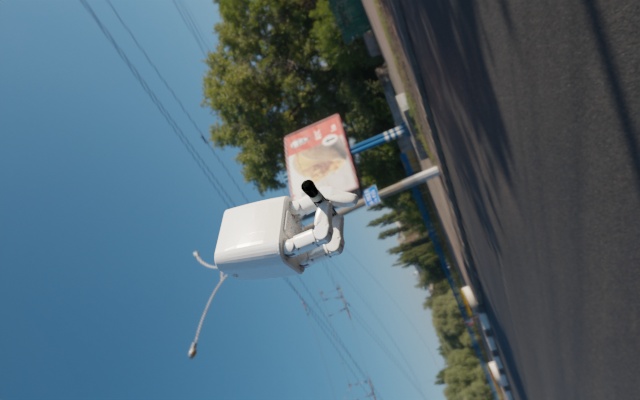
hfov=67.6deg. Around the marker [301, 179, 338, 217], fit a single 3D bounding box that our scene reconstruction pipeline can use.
[{"bbox_3d":[0.000,0.002,0.681,0.020,0.020,0.121,0,-23,21],"label":"marker"}]
